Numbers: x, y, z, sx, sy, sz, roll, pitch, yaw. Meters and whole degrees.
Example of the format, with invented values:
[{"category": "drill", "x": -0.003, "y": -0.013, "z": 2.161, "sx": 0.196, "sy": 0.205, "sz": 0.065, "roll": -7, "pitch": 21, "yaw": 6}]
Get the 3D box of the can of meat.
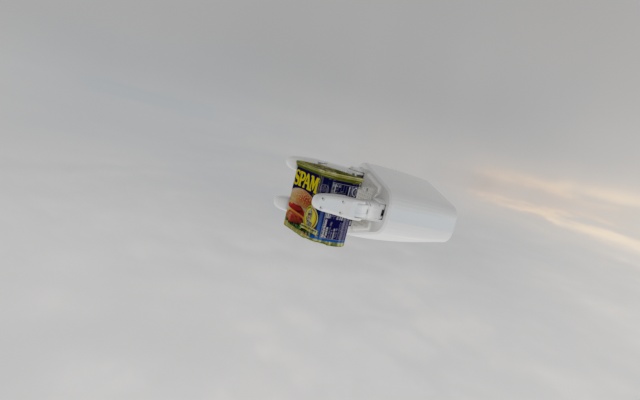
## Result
[{"category": "can of meat", "x": 0.000, "y": 0.002, "z": 0.580, "sx": 0.057, "sy": 0.084, "sz": 0.102, "roll": 10, "pitch": 8, "yaw": -28}]
